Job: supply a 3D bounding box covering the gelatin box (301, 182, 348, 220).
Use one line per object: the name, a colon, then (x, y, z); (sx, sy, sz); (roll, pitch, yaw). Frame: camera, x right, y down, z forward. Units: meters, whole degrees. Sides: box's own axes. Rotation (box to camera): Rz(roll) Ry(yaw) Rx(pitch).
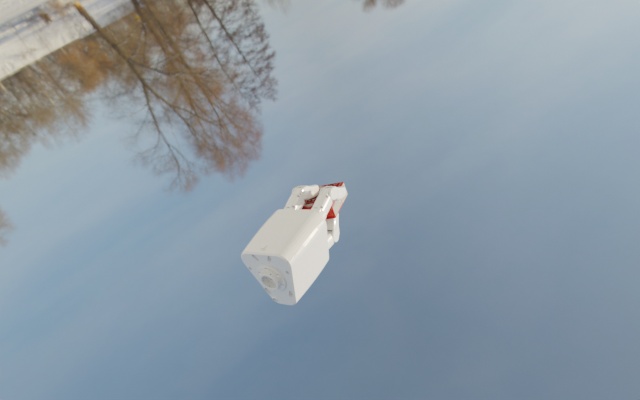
gelatin box: (0.000, 0.003, 0.835); (0.073, 0.030, 0.089); (-9, 26, 23)
